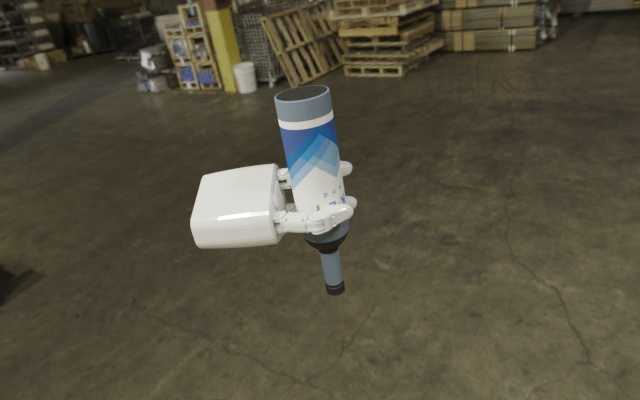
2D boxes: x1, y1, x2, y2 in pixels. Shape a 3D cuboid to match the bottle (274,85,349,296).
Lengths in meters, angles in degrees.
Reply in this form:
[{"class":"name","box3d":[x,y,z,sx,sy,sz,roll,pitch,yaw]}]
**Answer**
[{"class":"bottle","box3d":[0.000,0.002,0.631,0.069,0.296,0.069,-8,27,4]}]
